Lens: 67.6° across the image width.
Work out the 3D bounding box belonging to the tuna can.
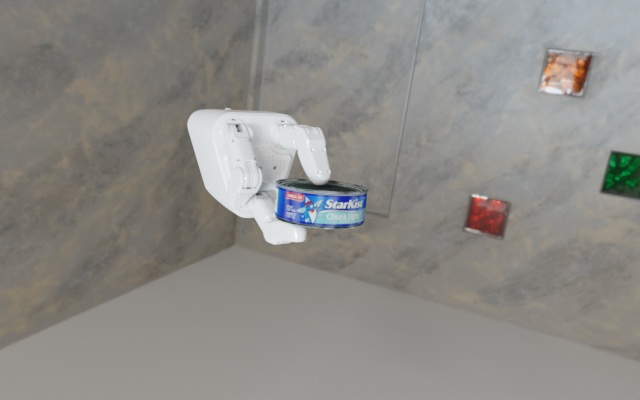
[{"bbox_3d":[0.000,0.002,0.444,0.086,0.034,0.086,5,9,-1],"label":"tuna can"}]
